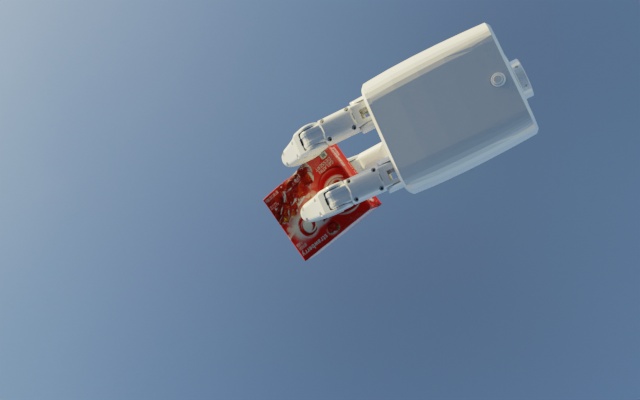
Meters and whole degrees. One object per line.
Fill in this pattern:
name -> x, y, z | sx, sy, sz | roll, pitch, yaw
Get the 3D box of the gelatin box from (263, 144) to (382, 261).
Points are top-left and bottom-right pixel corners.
gelatin box -> 0.000, 0.002, 0.449 | 0.089, 0.073, 0.030 | -40, -10, 24
